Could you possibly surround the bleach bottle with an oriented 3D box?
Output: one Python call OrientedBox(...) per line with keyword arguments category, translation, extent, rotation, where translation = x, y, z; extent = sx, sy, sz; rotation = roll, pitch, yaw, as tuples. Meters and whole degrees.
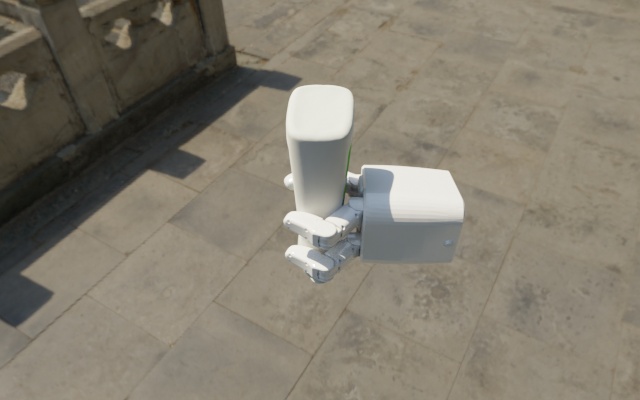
OrientedBox(category="bleach bottle", translation=(0.000, 0.002, 0.554), extent=(0.068, 0.251, 0.102), rotation=(2, 43, 3))
